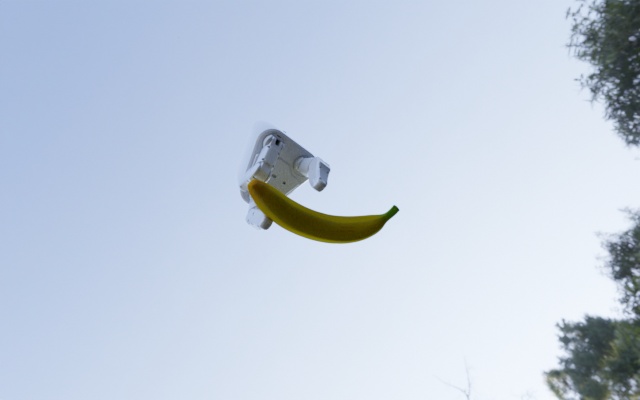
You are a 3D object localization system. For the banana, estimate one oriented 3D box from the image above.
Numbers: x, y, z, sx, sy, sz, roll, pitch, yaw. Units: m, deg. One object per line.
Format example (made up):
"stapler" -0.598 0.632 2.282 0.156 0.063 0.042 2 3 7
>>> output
"banana" -0.001 0.020 0.608 0.198 0.070 0.037 9 16 -17
